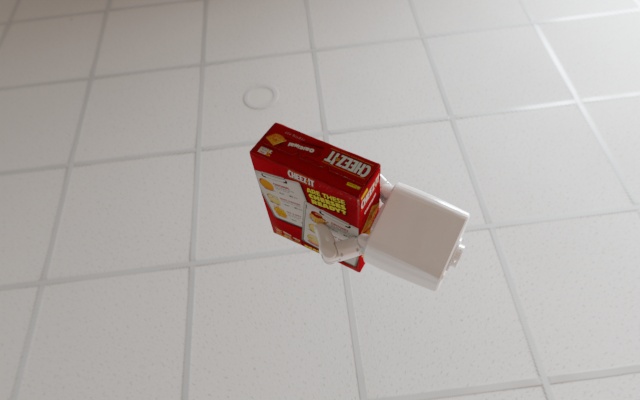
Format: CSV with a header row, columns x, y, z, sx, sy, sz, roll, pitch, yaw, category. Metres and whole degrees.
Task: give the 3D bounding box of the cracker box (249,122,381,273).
x,y,z,sx,sy,sz,roll,pitch,yaw,category
0.000,0.003,0.695,0.164,0.072,0.214,24,-29,19,cracker box
